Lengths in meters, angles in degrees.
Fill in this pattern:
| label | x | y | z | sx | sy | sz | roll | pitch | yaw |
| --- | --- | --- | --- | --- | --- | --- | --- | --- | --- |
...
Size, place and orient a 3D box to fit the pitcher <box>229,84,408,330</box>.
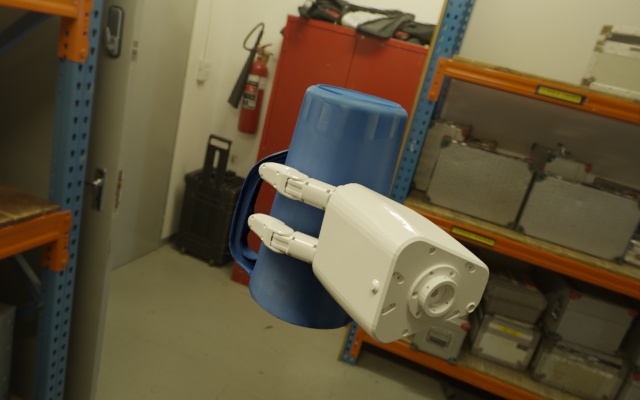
| label | x | y | z | sx | sy | sz | roll | pitch | yaw |
| --- | --- | --- | --- | --- | --- | --- | --- | --- | --- |
| pitcher | 0.000 | 0.002 | 0.522 | 0.149 | 0.243 | 0.145 | 5 | 19 | -27 |
